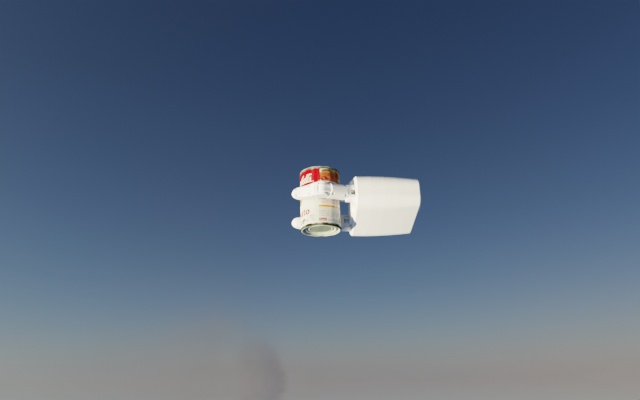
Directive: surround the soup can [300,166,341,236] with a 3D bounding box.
[{"bbox_3d":[0.000,0.003,0.797,0.068,0.102,0.068,-1,-21,0],"label":"soup can"}]
